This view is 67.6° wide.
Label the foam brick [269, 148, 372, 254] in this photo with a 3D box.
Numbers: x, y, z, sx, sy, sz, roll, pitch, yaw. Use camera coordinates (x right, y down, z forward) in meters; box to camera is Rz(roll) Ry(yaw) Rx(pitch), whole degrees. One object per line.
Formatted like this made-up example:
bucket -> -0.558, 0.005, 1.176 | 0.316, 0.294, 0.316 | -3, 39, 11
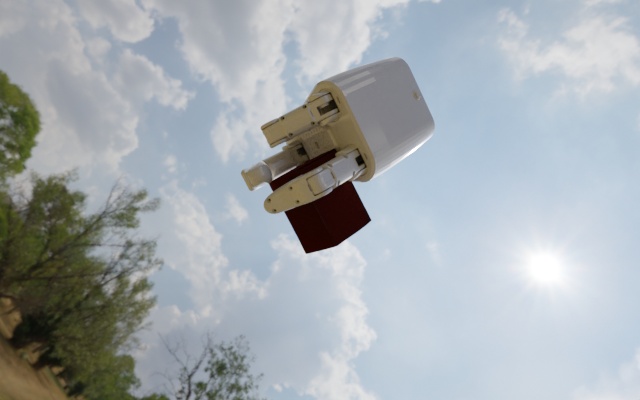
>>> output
foam brick -> 0.000, 0.002, 0.443 | 0.051, 0.078, 0.053 | -32, 8, -36
